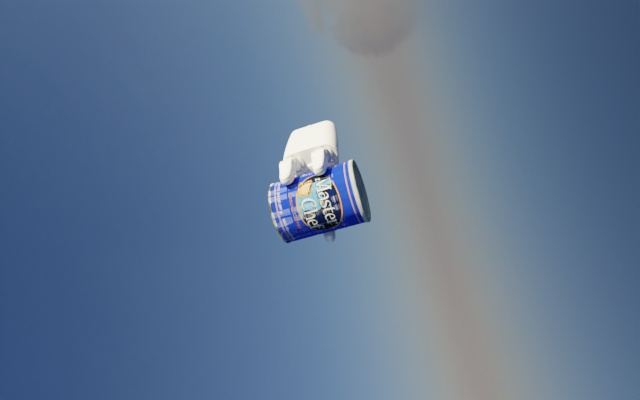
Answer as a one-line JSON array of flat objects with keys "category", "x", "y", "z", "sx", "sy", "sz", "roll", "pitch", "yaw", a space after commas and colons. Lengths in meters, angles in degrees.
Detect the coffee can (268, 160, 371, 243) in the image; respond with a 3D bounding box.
[{"category": "coffee can", "x": 0.000, "y": 0.003, "z": 0.770, "sx": 0.140, "sy": 0.103, "sz": 0.103, "roll": -16, "pitch": -3, "yaw": 12}]
